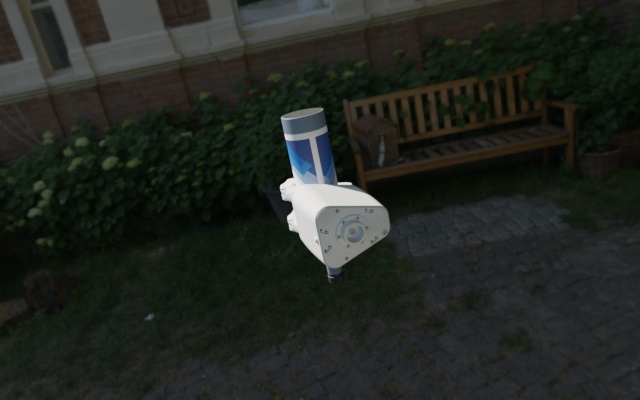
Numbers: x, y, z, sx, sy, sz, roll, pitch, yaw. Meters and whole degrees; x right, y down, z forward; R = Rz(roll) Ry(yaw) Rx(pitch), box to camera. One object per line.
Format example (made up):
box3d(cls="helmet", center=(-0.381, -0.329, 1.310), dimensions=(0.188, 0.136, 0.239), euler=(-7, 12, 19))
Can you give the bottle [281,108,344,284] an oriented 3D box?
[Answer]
box3d(cls="bottle", center=(0.000, 0.002, 0.777), dimensions=(0.069, 0.296, 0.069), euler=(-10, 20, 4))
